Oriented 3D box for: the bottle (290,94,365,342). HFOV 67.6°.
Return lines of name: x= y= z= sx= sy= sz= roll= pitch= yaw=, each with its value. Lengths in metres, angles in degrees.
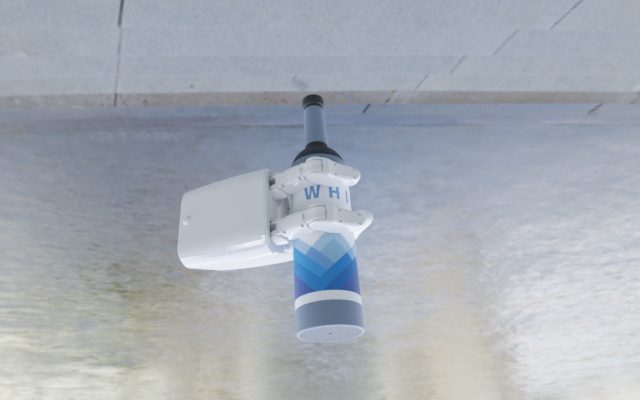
bottle: x=0.000 y=0.002 z=0.534 sx=0.069 sy=0.295 sz=0.069 roll=-3 pitch=-29 yaw=-2
